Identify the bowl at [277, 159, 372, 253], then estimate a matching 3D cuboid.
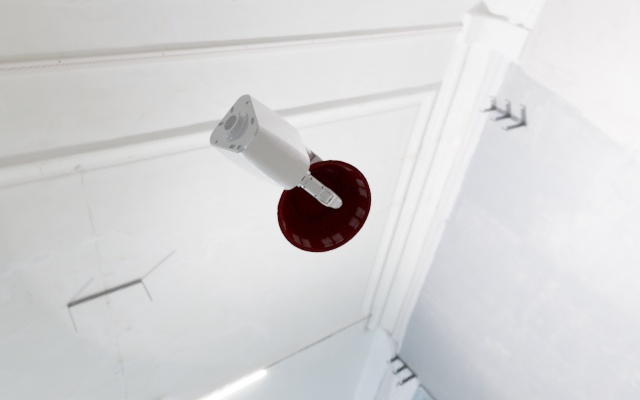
[{"bbox_3d":[0.001,0.003,0.784,0.162,0.162,0.055,0,22,-21],"label":"bowl"}]
